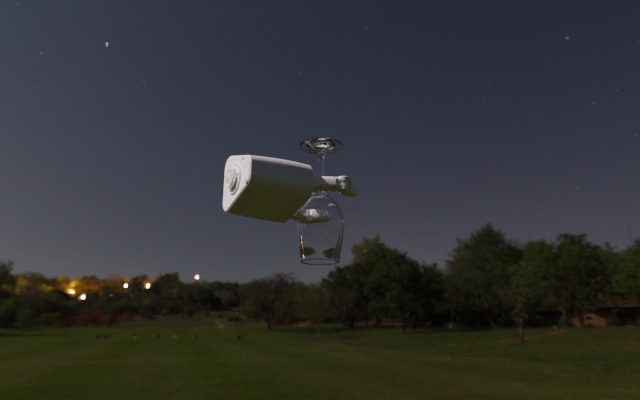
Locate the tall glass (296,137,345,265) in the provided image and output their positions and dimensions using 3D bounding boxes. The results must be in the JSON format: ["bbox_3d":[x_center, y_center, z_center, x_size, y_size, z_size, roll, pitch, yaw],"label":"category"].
[{"bbox_3d":[0.000,0.002,0.785,0.079,0.201,0.079,0,-16,0],"label":"tall glass"}]
